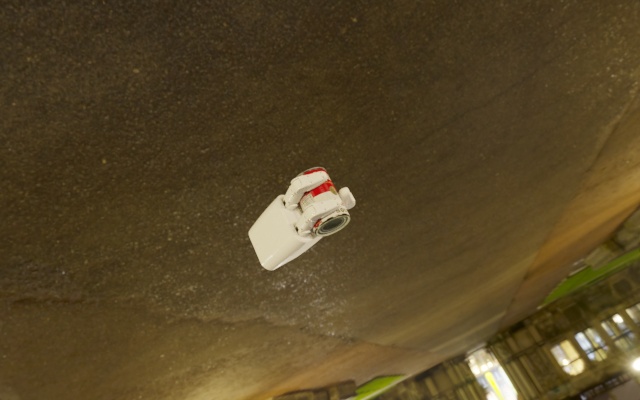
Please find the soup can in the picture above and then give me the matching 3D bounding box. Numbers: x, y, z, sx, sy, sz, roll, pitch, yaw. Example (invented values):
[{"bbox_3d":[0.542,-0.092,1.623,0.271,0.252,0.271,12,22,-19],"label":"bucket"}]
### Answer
[{"bbox_3d":[0.001,0.003,0.825,0.068,0.102,0.068,-22,-24,-11],"label":"soup can"}]
